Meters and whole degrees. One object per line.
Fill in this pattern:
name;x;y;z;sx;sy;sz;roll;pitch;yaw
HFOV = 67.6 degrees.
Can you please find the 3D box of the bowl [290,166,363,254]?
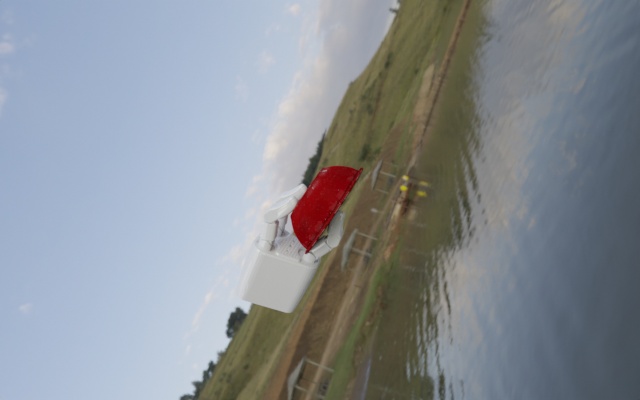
bowl;0.000;0.001;0.744;0.055;0.162;0.162;34;0;0
